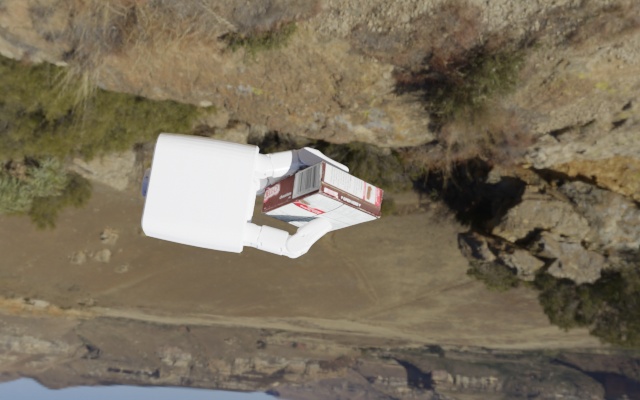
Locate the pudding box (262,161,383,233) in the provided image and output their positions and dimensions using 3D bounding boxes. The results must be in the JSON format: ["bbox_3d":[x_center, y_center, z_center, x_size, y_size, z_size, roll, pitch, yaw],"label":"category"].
[{"bbox_3d":[0.000,0.002,0.544,0.090,0.039,0.113,22,-25,-33],"label":"pudding box"}]
